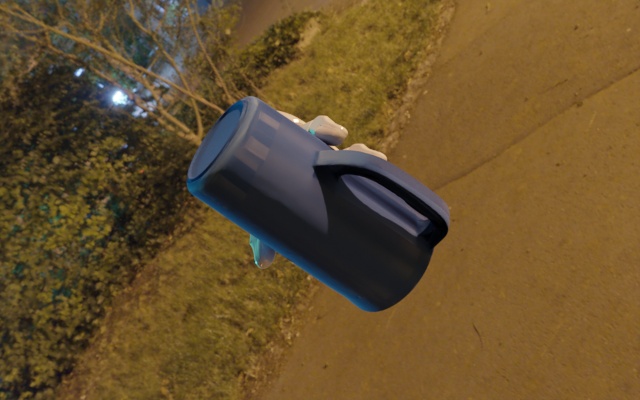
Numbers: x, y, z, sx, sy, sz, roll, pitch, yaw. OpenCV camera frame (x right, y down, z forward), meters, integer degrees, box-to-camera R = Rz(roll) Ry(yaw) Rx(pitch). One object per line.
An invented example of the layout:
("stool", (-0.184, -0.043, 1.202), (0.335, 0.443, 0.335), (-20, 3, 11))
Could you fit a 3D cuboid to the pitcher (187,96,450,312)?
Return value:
("pitcher", (0.000, 0.002, 0.484), (0.243, 0.149, 0.145), (34, 6, -26))
